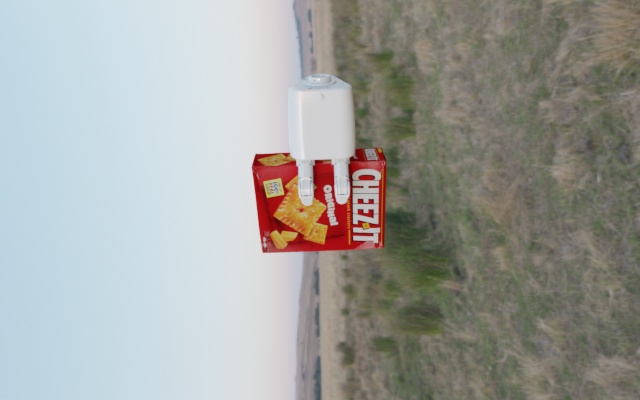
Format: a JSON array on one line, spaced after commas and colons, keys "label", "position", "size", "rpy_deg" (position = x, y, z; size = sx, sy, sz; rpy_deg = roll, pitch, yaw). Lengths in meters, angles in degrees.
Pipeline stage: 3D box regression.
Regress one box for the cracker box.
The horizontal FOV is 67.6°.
[{"label": "cracker box", "position": [0.000, 0.003, 0.800], "size": [0.214, 0.164, 0.072], "rpy_deg": [-2, 26, 1]}]
